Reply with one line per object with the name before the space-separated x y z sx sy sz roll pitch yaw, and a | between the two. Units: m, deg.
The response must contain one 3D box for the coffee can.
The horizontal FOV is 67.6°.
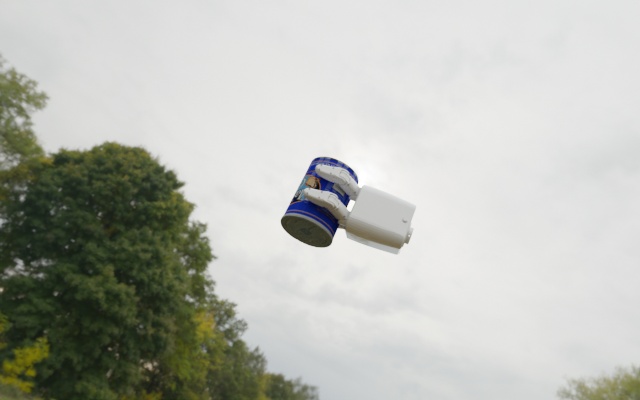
coffee can | 0.000 0.003 0.897 0.103 0.140 0.103 20 -28 11
